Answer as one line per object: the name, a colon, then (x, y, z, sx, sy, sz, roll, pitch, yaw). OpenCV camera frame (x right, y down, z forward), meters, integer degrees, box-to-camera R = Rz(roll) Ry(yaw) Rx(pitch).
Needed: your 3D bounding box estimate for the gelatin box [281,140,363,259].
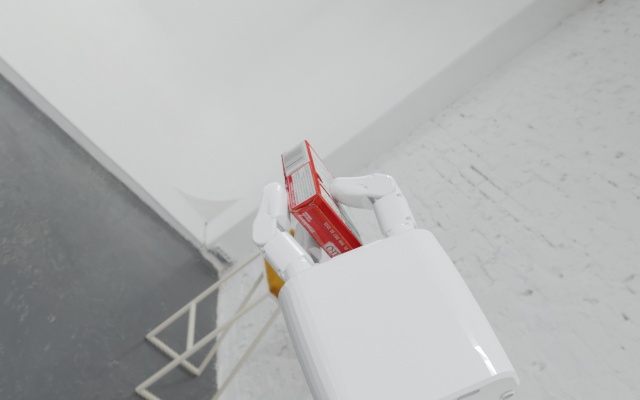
gelatin box: (0.000, 0.001, 0.407, 0.030, 0.073, 0.089, -30, 35, 12)
